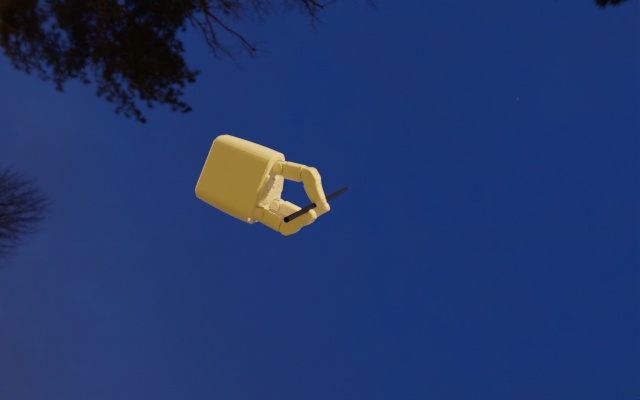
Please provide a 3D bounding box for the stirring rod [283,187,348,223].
[{"bbox_3d":[0.000,0.002,0.736,0.011,0.011,0.239,0,11,23],"label":"stirring rod"}]
